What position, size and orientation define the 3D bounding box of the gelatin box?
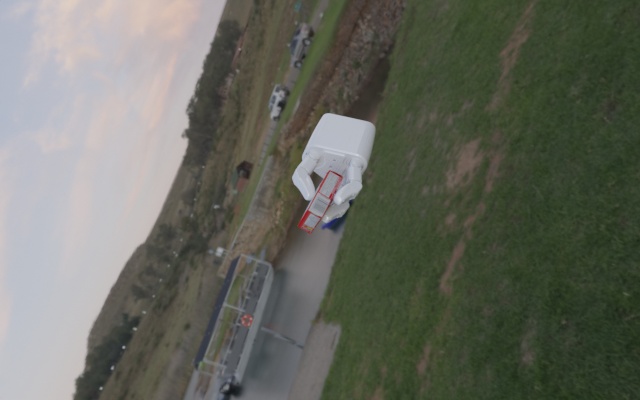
[{"bbox_3d":[0.000,0.003,0.798,0.030,0.089,0.073,29,-29,-2],"label":"gelatin box"}]
